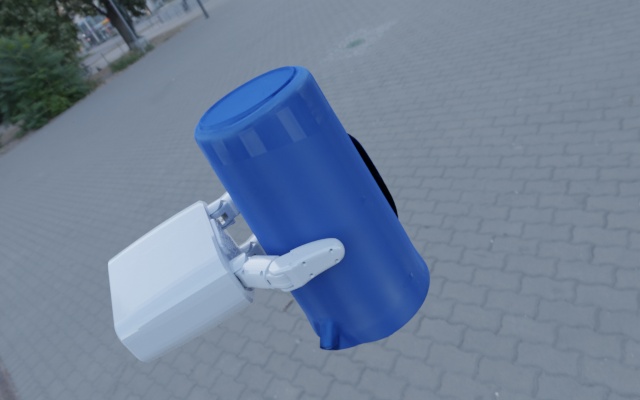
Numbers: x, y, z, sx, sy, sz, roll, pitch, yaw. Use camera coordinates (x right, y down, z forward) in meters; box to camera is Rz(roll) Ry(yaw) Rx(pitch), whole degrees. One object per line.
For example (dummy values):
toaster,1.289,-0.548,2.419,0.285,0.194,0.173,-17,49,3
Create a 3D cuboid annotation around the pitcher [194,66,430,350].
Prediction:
pitcher,0.000,0.002,0.443,0.145,0.243,0.149,-31,28,-1
